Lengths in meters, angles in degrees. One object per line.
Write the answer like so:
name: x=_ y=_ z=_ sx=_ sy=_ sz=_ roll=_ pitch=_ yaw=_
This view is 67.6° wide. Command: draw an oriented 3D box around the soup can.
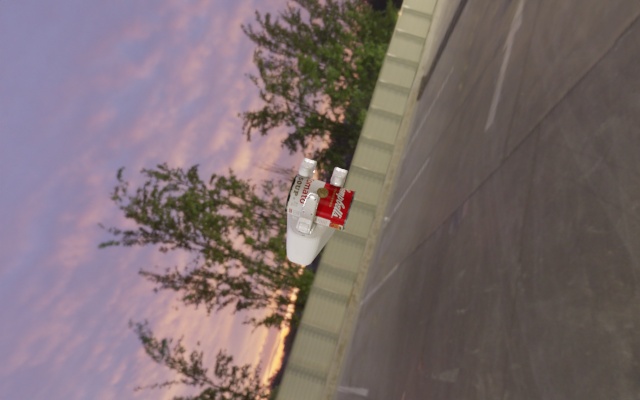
soup can: x=0.000 y=0.002 z=0.781 sx=0.102 sy=0.068 sz=0.068 roll=17 pitch=1 yaw=3
